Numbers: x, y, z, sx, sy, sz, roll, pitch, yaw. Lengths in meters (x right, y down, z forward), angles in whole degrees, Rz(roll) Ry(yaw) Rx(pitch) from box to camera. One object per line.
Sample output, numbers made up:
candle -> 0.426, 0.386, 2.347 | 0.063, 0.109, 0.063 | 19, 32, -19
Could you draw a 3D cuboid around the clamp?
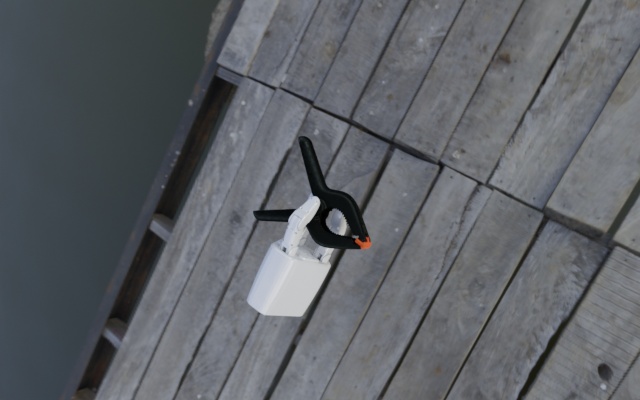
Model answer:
clamp -> 0.000, 0.003, 0.771 | 0.210, 0.164, 0.036 | 31, 11, 25
